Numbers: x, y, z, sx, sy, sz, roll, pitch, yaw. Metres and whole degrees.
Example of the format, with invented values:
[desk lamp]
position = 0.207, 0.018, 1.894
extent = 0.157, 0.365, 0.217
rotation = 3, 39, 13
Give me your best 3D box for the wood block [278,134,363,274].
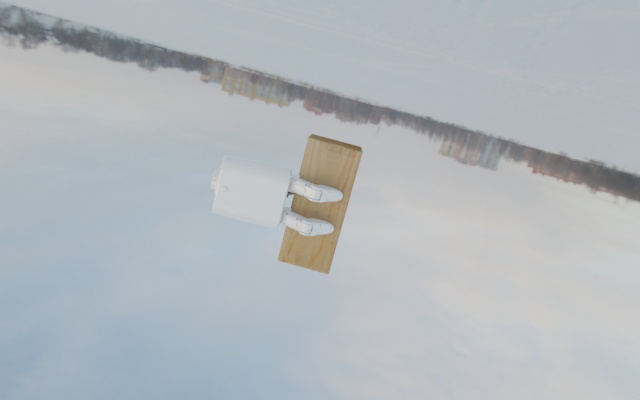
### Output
[wood block]
position = 0.000, 0.003, 0.795
extent = 0.090, 0.206, 0.091
rotation = 15, 13, 0
